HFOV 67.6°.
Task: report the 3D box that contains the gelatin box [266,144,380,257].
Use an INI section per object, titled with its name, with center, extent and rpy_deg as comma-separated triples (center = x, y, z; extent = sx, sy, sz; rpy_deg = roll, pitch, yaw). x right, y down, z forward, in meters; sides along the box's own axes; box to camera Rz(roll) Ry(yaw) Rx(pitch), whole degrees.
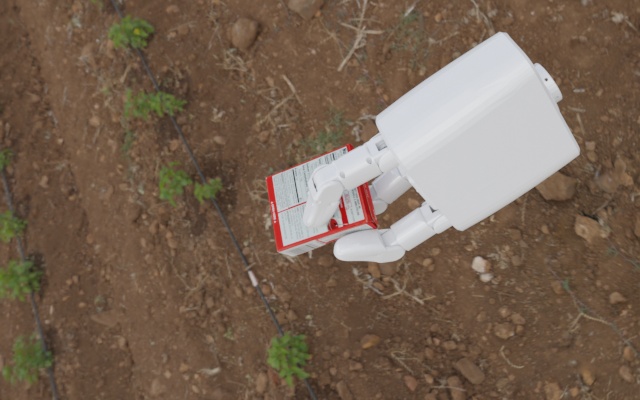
[gelatin box]
center = 0.000, 0.001, 0.420
extent = 0.089, 0.073, 0.030
rpy_deg = -20, -23, 19
